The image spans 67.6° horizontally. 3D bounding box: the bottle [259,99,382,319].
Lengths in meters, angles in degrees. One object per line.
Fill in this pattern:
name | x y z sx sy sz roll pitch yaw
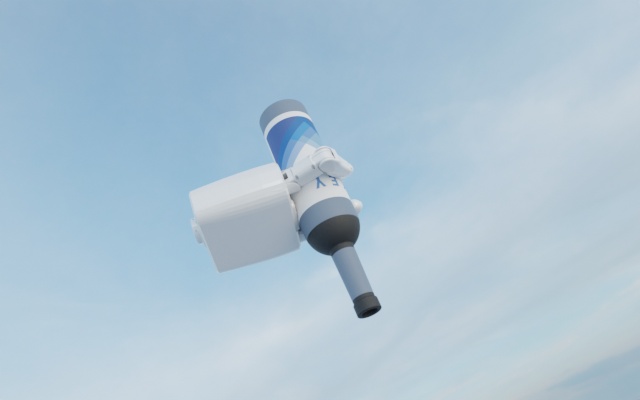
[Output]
bottle | 0.000 0.002 0.571 0.069 0.295 0.069 -17 -32 -11
